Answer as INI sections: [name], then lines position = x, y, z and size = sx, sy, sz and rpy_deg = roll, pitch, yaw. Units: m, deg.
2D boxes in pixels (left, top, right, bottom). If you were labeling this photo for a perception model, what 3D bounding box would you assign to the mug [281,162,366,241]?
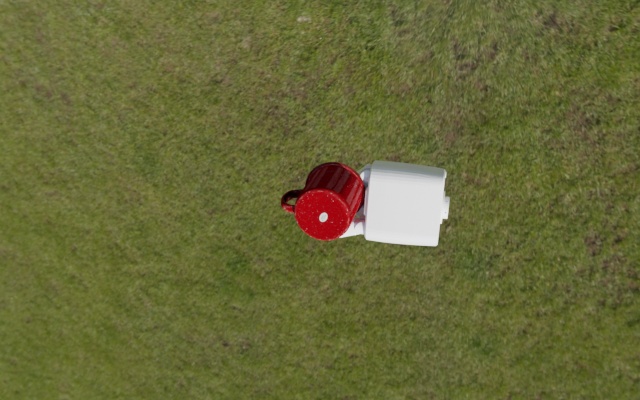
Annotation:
[mug]
position = -0.001, 0.002, 0.678
size = 0.117, 0.093, 0.081
rpy_deg = 6, 28, 14
